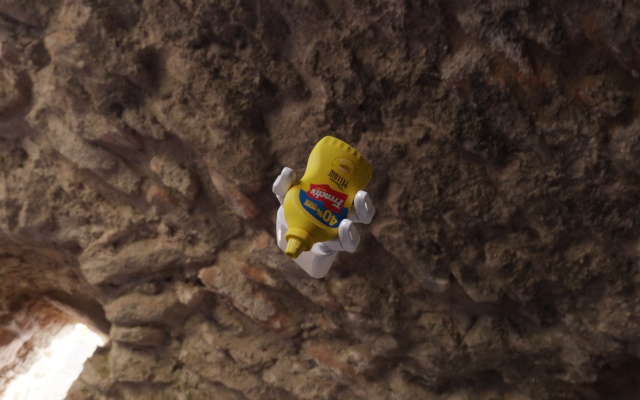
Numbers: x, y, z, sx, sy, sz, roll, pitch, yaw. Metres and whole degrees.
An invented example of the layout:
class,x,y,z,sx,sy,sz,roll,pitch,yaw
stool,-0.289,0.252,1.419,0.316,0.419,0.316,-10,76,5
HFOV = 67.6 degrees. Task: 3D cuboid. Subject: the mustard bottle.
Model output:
class,x,y,z,sx,sy,sz,roll,pitch,yaw
mustard bottle,0.000,0.002,0.693,0.096,0.191,0.058,37,-31,-14
